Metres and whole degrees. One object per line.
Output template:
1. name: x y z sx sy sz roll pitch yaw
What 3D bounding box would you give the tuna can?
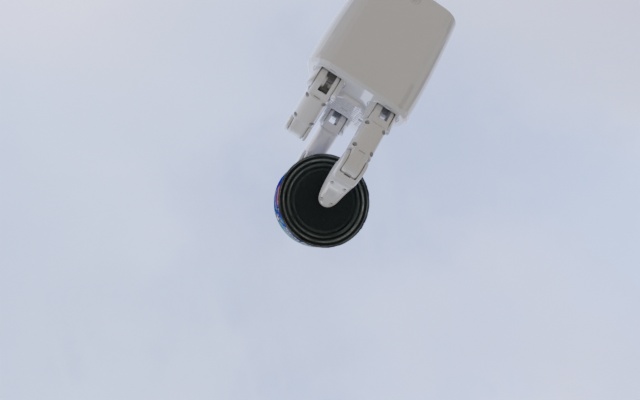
1. tuna can: 0.000 0.002 0.446 0.086 0.086 0.034 0 -6 -15
